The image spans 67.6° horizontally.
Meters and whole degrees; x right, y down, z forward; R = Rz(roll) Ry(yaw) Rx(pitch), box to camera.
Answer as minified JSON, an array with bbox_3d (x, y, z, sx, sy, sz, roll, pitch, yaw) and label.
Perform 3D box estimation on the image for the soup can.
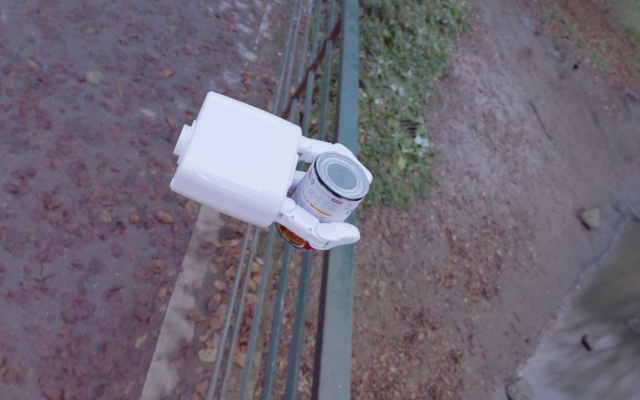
[{"bbox_3d":[0.001,0.002,0.534,0.068,0.068,0.102,0,-36,-35],"label":"soup can"}]
